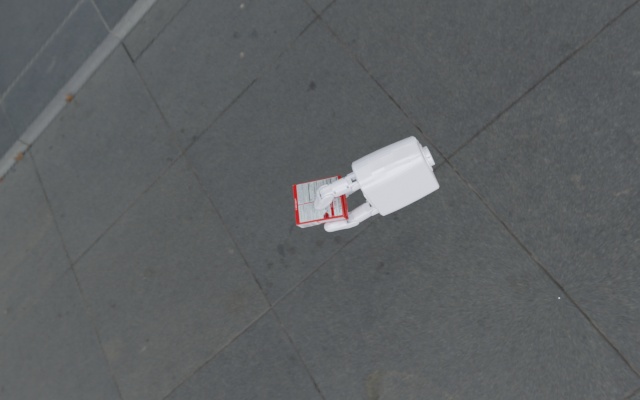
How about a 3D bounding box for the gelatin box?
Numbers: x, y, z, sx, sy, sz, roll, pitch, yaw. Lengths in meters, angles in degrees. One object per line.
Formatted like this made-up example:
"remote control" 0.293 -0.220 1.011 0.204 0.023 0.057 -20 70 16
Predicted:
"gelatin box" 0.000 0.003 0.817 0.089 0.073 0.030 -11 -17 16
